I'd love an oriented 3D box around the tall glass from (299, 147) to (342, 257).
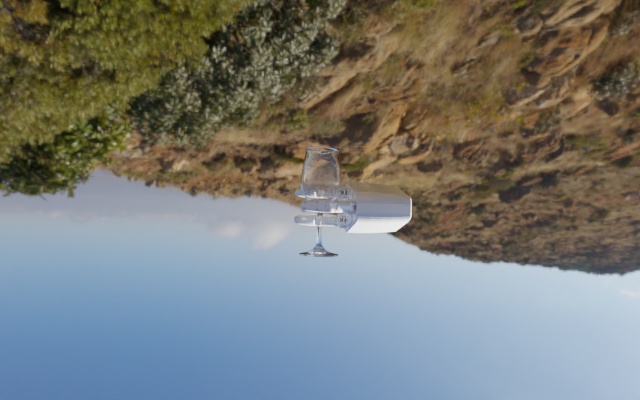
[{"bbox_3d":[0.000,0.004,0.899,0.079,0.201,0.079,2,-1,0],"label":"tall glass"}]
